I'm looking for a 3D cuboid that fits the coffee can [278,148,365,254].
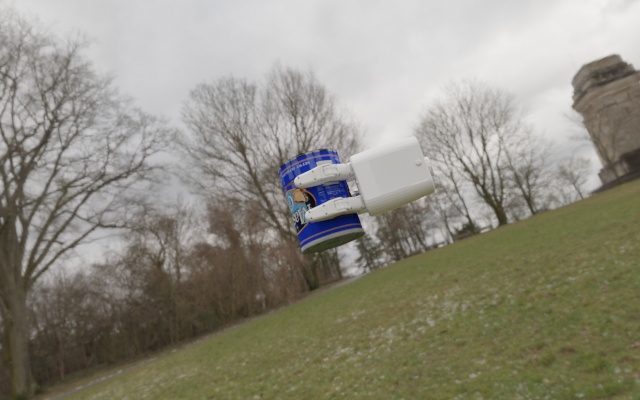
[{"bbox_3d":[0.000,0.003,0.760,0.103,0.140,0.103,-17,-13,-4],"label":"coffee can"}]
